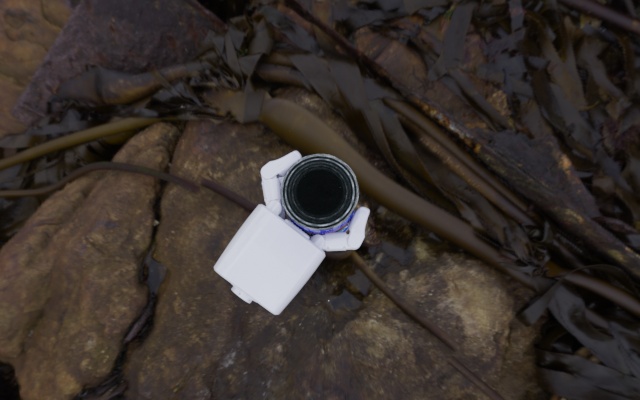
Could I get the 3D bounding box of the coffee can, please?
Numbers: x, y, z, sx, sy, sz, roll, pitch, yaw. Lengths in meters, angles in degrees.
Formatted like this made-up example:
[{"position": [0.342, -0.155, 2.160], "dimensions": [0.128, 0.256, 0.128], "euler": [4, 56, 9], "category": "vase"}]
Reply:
[{"position": [0.000, 0.002, 0.685], "dimensions": [0.103, 0.102, 0.140], "euler": [0, -12, 1], "category": "coffee can"}]
